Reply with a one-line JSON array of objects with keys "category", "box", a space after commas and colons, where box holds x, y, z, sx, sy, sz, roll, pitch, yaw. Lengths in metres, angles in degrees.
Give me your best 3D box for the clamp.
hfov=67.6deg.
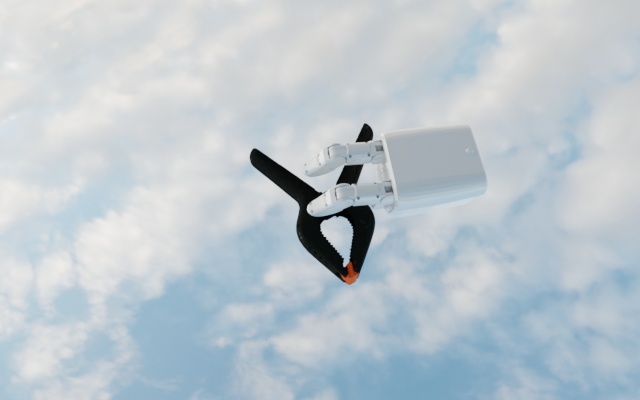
[{"category": "clamp", "box": [0.000, 0.003, 0.586, 0.164, 0.210, 0.036, -8, -27, -1]}]
